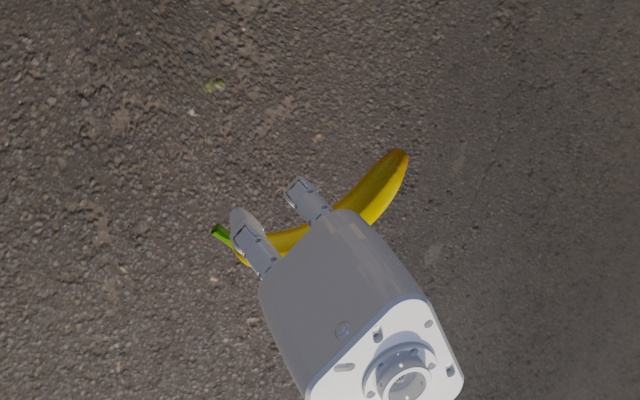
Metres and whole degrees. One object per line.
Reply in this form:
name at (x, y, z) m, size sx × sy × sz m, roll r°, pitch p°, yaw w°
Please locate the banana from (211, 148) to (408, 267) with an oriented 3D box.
banana at (0.003, 0.018, 0.449) m, size 0.198 × 0.070 × 0.037 m, roll -24°, pitch 27°, yaw -8°
